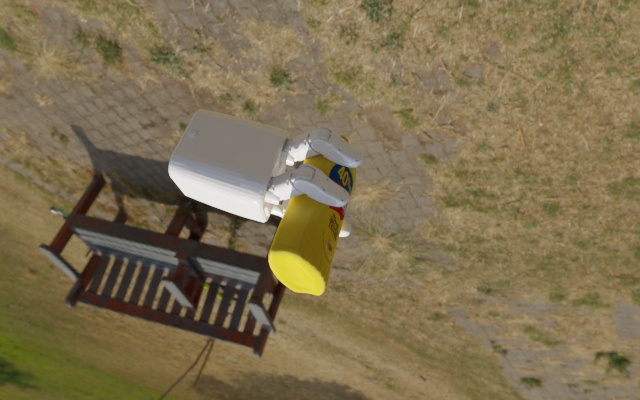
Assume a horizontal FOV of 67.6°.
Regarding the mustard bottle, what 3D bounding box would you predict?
[{"bbox_3d":[0.000,0.002,0.539,0.058,0.191,0.096,4,-35,21],"label":"mustard bottle"}]
